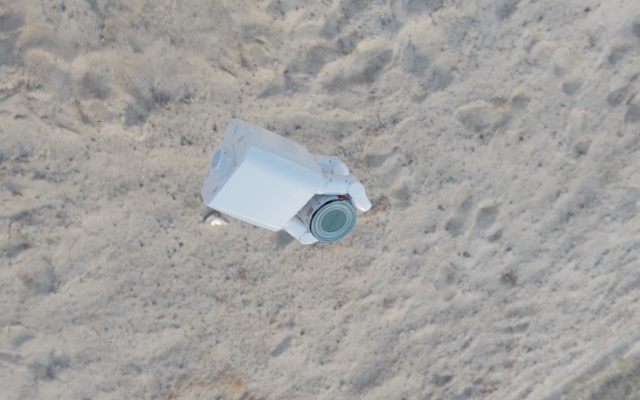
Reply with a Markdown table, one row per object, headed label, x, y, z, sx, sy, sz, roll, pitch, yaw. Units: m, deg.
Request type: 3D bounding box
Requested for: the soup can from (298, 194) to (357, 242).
| label | x | y | z | sx | sy | sz | roll | pitch | yaw |
| --- | --- | --- | --- | --- | --- | --- | --- | --- | --- |
| soup can | 0.001 | 0.003 | 0.658 | 0.068 | 0.068 | 0.102 | 0 | 31 | -24 |
